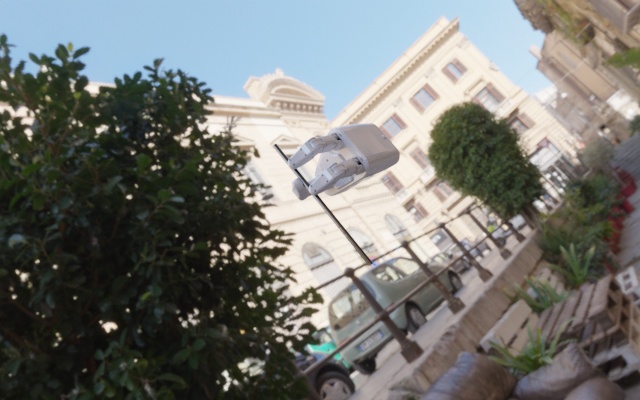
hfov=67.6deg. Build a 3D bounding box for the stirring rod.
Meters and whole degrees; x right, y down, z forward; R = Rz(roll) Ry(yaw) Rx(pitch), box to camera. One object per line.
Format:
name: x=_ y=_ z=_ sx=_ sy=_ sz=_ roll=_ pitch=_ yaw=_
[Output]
stirring rod: x=0.000 y=0.002 z=0.721 sx=0.011 sy=0.239 sz=0.011 roll=-35 pitch=-17 yaw=-12
